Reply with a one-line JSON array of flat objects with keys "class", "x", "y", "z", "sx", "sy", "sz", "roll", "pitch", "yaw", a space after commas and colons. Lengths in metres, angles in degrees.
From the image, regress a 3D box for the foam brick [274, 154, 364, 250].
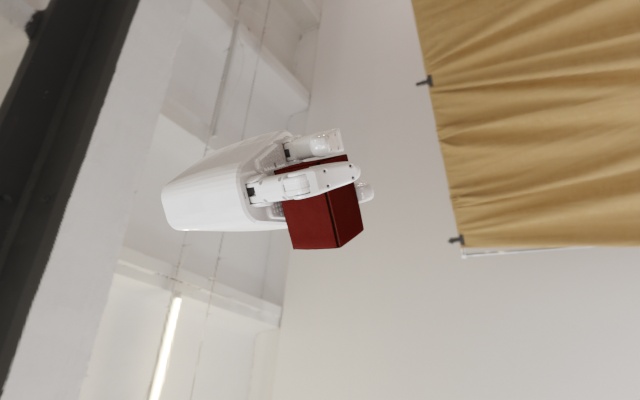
[{"class": "foam brick", "x": 0.000, "y": 0.002, "z": 0.442, "sx": 0.051, "sy": 0.078, "sz": 0.053, "roll": -9, "pitch": 8, "yaw": 32}]
